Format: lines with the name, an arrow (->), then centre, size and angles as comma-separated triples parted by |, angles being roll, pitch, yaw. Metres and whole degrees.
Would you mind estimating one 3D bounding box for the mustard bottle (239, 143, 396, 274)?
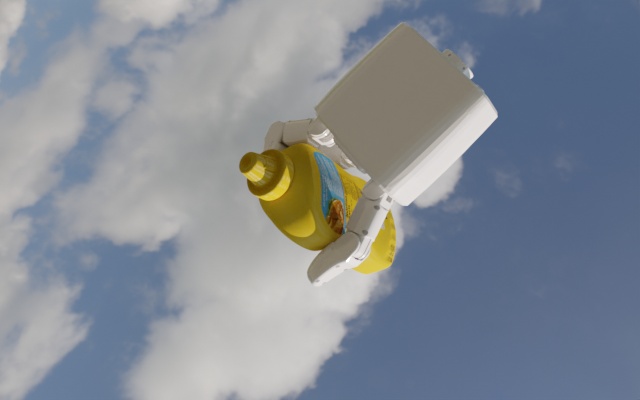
mustard bottle -> 0.000, 0.002, 0.433 | 0.058, 0.096, 0.192 | -23, -32, 28
